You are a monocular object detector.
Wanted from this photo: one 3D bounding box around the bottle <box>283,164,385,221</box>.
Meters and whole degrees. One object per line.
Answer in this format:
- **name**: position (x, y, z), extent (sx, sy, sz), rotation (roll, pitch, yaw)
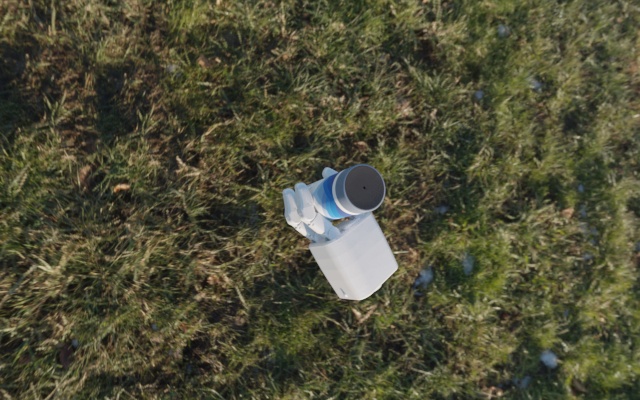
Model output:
- **bottle**: position (0.000, 0.002, 0.783), extent (0.069, 0.069, 0.296), rotation (0, -8, -24)
